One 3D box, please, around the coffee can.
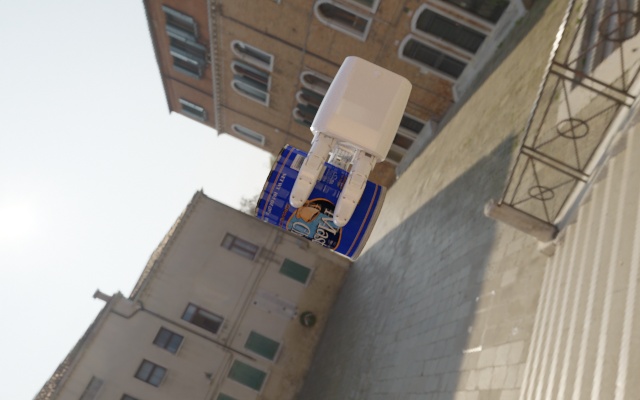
[{"bbox_3d":[0.000,0.002,0.613,0.140,0.103,0.103,24,0,0],"label":"coffee can"}]
